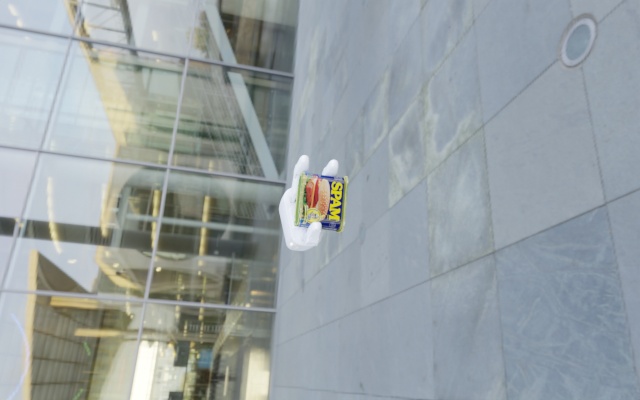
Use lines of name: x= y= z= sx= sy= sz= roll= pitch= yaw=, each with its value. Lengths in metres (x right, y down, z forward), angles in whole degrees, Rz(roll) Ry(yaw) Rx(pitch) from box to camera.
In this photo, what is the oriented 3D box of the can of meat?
can of meat: x=0.000 y=0.003 z=0.857 sx=0.084 sy=0.102 sz=0.057 roll=7 pitch=-9 yaw=-10
